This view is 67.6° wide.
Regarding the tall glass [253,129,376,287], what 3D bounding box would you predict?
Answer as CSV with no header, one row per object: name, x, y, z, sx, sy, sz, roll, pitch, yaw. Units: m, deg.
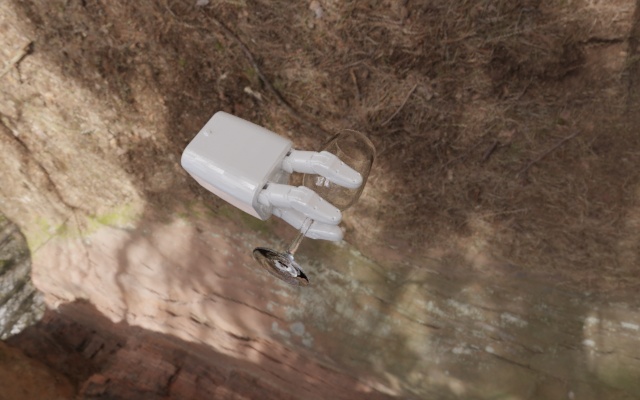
tall glass,0.000,0.003,0.588,0.079,0.201,0.079,24,-29,14
